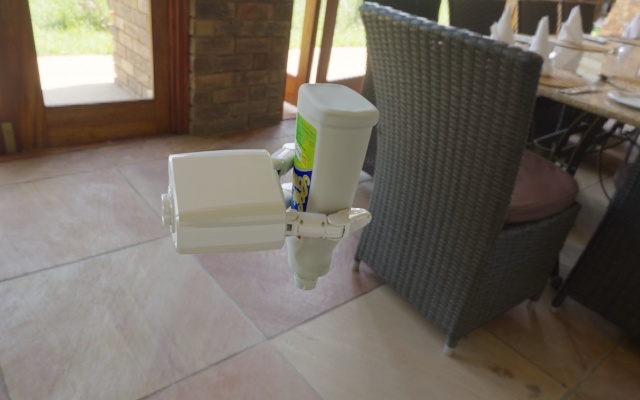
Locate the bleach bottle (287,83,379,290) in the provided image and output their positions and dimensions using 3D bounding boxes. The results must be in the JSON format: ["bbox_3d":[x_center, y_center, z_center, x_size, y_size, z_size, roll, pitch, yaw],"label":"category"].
[{"bbox_3d":[0.000,0.002,0.547,0.068,0.251,0.102,-3,31,-21],"label":"bleach bottle"}]
